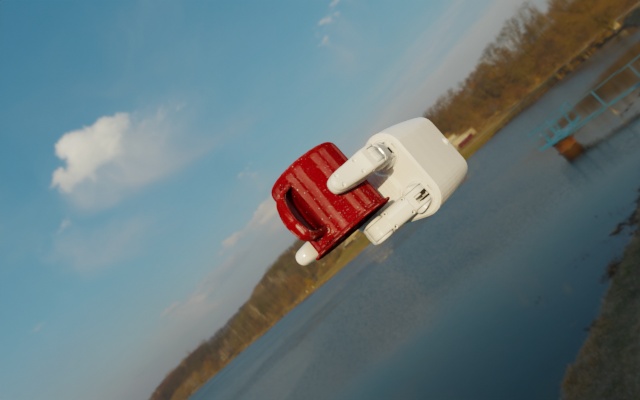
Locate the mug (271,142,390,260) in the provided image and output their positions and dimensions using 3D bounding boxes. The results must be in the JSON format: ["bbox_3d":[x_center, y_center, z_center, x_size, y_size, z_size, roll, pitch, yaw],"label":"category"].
[{"bbox_3d":[-0.001,0.002,0.456,0.093,0.081,0.117,-47,-10,37],"label":"mug"}]
